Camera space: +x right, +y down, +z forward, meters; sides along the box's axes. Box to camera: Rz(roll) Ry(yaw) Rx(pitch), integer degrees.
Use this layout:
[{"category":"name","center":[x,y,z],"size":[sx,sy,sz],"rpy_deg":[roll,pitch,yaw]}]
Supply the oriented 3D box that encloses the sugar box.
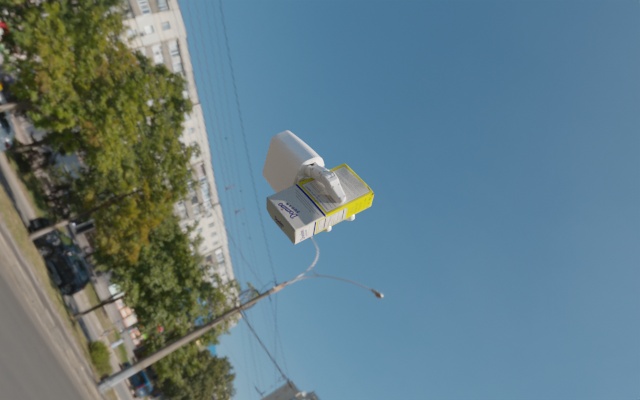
[{"category":"sugar box","center":[0.000,0.003,0.860],"size":[0.176,0.048,0.093],"rpy_deg":[-26,55,-25]}]
